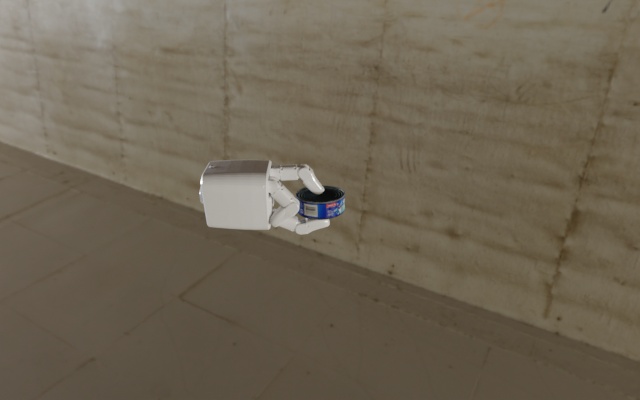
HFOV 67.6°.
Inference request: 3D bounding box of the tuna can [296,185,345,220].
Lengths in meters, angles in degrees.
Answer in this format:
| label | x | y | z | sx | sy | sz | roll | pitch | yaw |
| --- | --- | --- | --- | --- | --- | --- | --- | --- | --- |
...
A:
| label | x | y | z | sx | sy | sz | roll | pitch | yaw |
| --- | --- | --- | --- | --- | --- | --- | --- | --- | --- |
| tuna can | 0.000 | 0.003 | 0.836 | 0.086 | 0.034 | 0.086 | -1 | 21 | 0 |
